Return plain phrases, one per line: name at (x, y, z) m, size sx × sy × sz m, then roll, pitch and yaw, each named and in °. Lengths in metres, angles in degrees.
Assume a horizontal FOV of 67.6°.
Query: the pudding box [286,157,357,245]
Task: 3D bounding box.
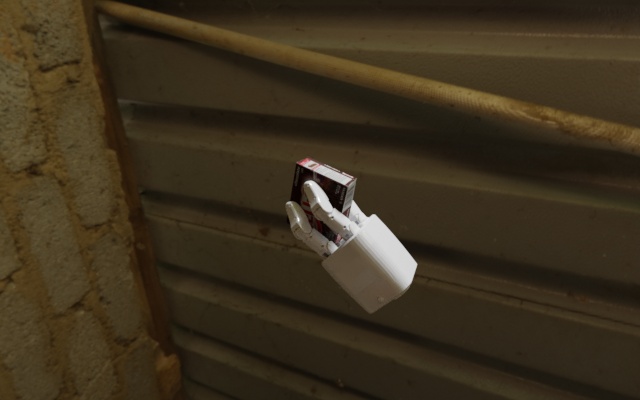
pudding box at (0.000, 0.002, 0.722) m, size 0.090 × 0.114 × 0.039 m, roll 25°, pitch 32°, yaw 21°
